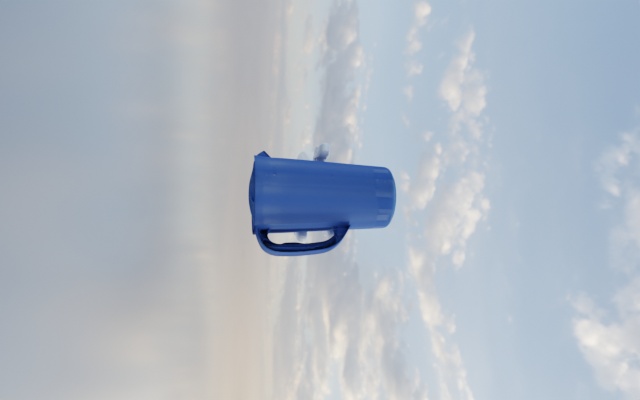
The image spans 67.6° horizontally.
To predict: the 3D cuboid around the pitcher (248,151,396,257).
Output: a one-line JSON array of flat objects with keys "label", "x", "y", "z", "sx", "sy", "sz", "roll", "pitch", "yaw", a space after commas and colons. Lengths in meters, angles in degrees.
[{"label": "pitcher", "x": 0.000, "y": 0.003, "z": 0.812, "sx": 0.243, "sy": 0.149, "sz": 0.145, "roll": 1, "pitch": 17, "yaw": -10}]
